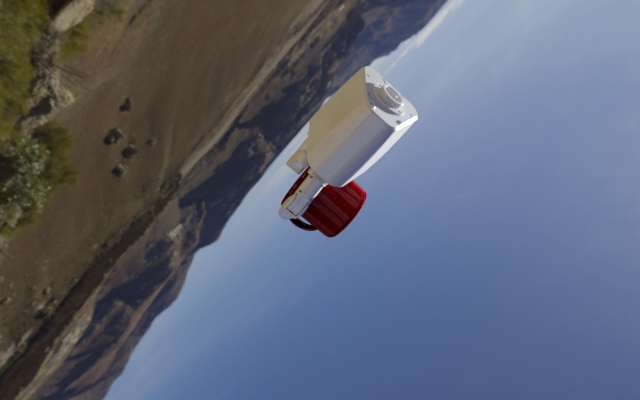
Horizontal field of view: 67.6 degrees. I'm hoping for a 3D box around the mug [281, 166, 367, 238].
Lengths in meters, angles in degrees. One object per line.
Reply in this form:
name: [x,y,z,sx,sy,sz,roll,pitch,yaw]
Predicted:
mug: [-0.001,0.003,0.645,0.117,0.081,0.093,-44,11,35]
